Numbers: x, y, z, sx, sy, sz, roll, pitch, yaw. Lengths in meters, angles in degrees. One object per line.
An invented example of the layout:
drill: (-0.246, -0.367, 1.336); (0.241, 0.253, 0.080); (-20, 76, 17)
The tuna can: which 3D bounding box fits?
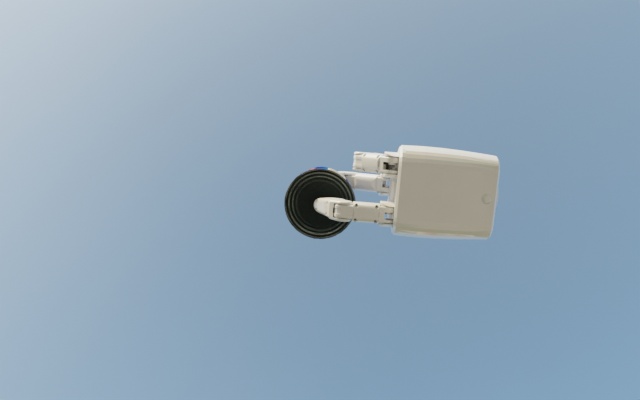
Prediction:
tuna can: (0.000, 0.002, 0.586); (0.086, 0.086, 0.033); (0, 10, 3)
